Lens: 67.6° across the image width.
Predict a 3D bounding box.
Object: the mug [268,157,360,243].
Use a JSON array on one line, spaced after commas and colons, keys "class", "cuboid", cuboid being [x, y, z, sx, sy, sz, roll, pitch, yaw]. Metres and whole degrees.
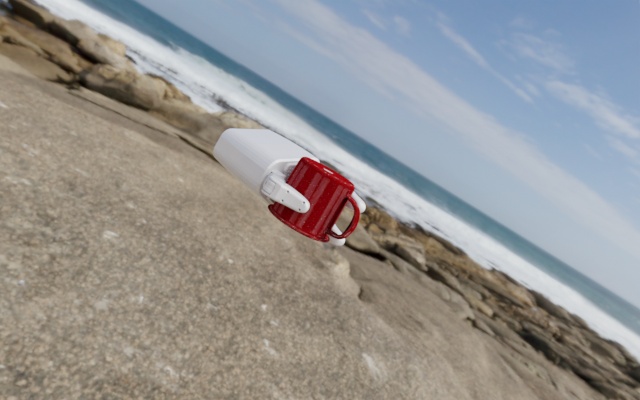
[{"class": "mug", "cuboid": [0.001, 0.003, 0.614, 0.117, 0.081, 0.093, 35, 10, 28]}]
